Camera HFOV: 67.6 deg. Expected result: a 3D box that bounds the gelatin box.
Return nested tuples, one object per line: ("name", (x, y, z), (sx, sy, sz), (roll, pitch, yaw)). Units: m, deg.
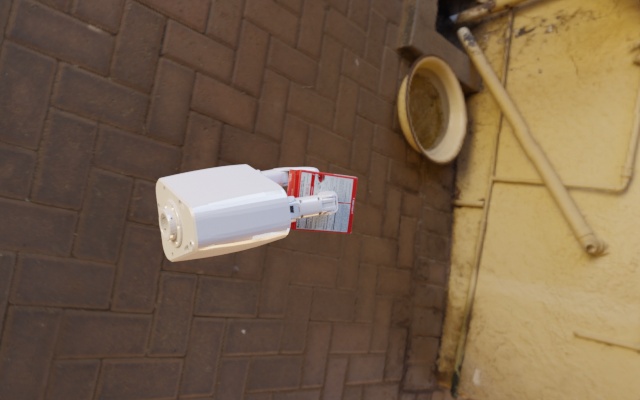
("gelatin box", (0.001, 0.002, 0.598), (0.089, 0.073, 0.030), (6, 1, -32))
